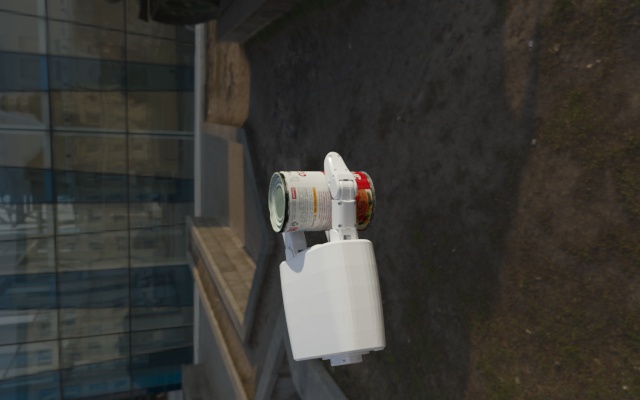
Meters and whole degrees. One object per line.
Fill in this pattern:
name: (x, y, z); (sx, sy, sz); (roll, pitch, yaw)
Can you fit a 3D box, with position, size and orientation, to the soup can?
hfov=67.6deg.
soup can: (0.000, 0.001, 0.527); (0.102, 0.068, 0.068); (-1, 0, -21)
